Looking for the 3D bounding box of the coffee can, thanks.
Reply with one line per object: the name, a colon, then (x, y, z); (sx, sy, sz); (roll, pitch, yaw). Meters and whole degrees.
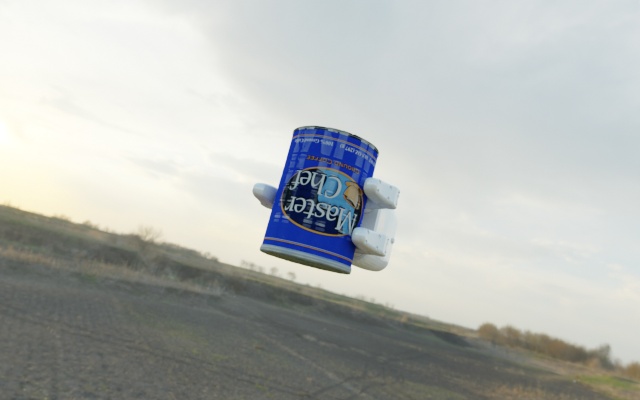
coffee can: (0.000, 0.002, 0.533); (0.103, 0.140, 0.103); (14, -11, 3)
